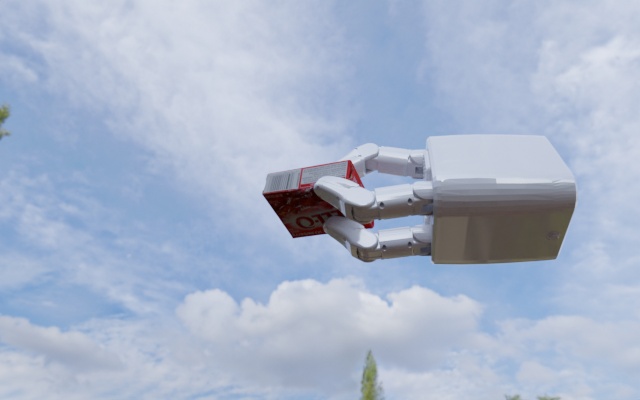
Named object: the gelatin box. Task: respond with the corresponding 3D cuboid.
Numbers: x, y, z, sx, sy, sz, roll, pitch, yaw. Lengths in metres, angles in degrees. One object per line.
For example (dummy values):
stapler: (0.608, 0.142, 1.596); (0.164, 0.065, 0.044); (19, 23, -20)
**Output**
gelatin box: (0.000, 0.001, 0.458); (0.089, 0.030, 0.073); (-8, -41, 21)
